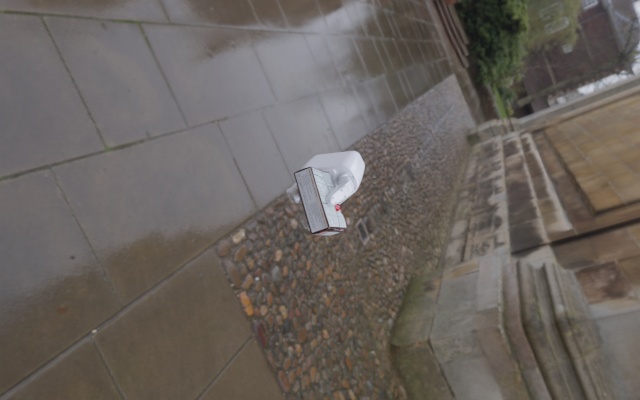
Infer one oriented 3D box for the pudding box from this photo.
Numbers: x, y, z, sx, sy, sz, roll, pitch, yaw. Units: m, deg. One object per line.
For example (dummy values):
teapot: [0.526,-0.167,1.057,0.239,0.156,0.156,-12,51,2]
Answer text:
pudding box: [0.000,0.003,0.824,0.039,0.113,0.090,-22,-12,20]
